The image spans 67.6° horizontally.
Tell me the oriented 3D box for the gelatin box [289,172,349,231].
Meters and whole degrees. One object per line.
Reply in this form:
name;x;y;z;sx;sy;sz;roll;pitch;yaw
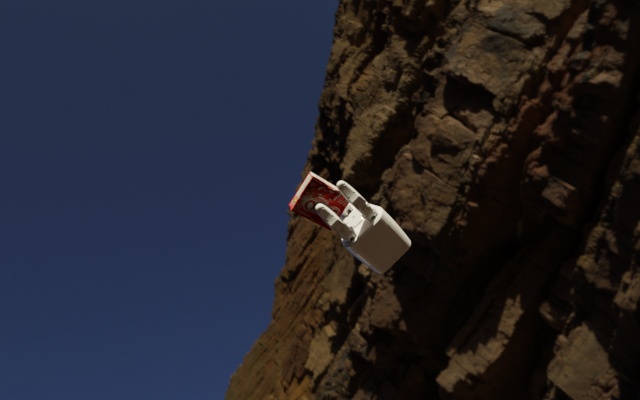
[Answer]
gelatin box;0.000;0.002;0.849;0.089;0.073;0.030;29;11;-23
